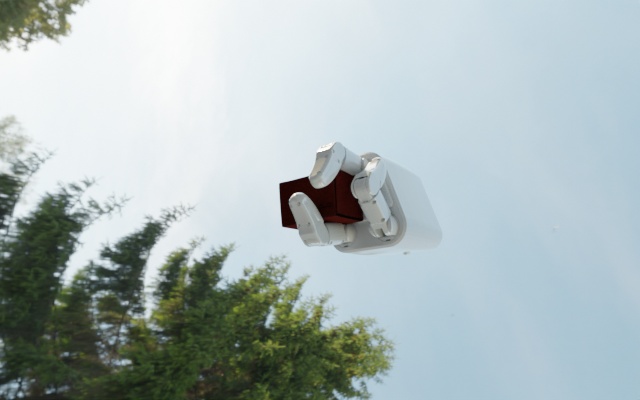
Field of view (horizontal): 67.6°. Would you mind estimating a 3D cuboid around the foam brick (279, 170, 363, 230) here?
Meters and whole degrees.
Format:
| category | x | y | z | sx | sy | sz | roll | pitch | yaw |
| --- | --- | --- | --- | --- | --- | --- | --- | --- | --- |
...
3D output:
| category | x | y | z | sx | sy | sz | roll | pitch | yaw |
| --- | --- | --- | --- | --- | --- | --- | --- | --- | --- |
| foam brick | 0.000 | 0.002 | 0.529 | 0.078 | 0.053 | 0.051 | -12 | -15 | 36 |
